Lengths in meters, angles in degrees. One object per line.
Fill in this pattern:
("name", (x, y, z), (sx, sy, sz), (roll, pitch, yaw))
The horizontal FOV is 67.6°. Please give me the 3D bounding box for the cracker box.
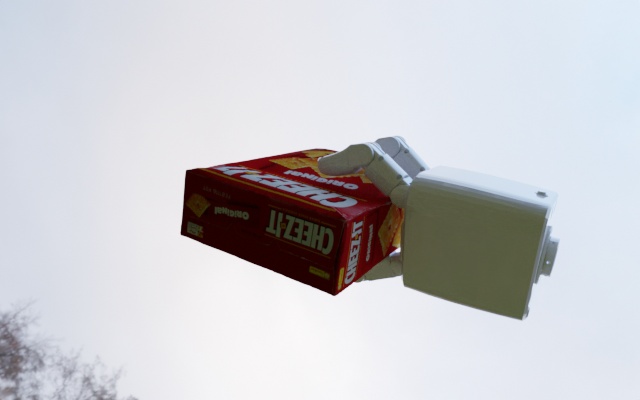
("cracker box", (0.000, 0.002, 0.470), (0.164, 0.072, 0.213), (16, 18, 27))
